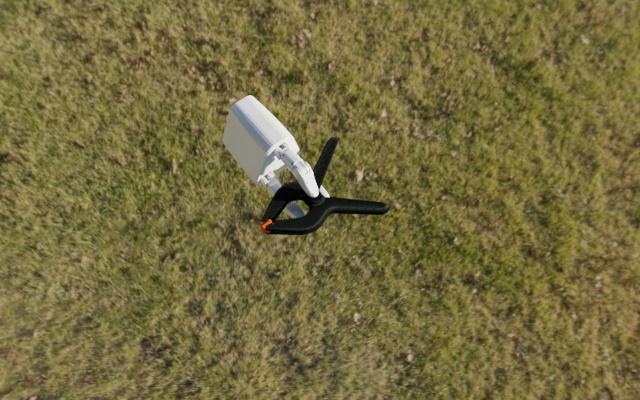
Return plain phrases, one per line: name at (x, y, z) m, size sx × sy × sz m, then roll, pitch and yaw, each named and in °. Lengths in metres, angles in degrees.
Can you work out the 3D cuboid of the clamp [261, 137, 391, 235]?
clamp at (0.000, 0.002, 0.784) m, size 0.210 × 0.164 × 0.036 m, roll -36°, pitch -18°, yaw -20°
